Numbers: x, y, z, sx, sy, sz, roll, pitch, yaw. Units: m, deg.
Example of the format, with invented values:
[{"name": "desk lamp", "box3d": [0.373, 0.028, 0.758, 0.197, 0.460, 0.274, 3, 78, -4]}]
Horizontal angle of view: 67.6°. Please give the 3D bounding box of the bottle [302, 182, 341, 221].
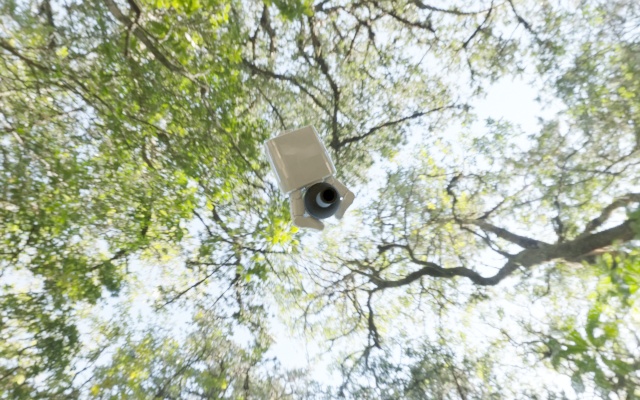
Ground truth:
[{"name": "bottle", "box3d": [0.000, 0.003, 0.894, 0.069, 0.069, 0.296, 0, -4, -5]}]
